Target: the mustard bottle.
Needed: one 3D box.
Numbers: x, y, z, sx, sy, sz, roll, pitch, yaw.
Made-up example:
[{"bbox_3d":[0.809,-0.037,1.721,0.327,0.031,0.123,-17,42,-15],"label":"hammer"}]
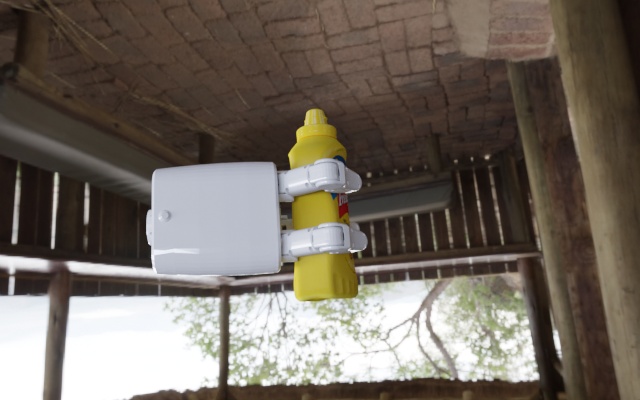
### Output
[{"bbox_3d":[0.000,0.002,0.474,0.058,0.191,0.096,-7,-13,14],"label":"mustard bottle"}]
